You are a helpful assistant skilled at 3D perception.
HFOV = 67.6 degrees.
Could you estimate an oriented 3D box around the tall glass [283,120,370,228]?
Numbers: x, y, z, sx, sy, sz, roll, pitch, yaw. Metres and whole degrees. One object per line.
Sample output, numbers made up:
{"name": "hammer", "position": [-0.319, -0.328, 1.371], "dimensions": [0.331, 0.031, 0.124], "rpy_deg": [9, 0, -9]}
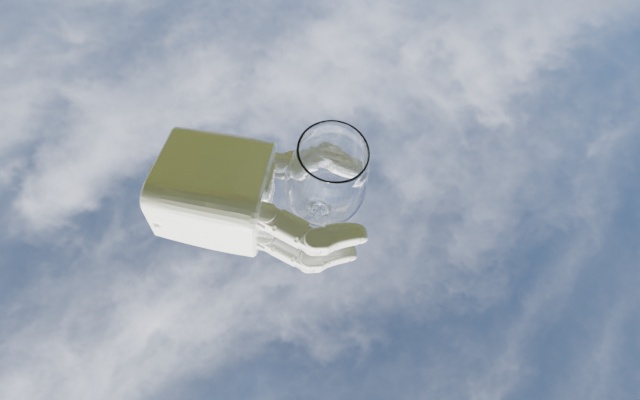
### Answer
{"name": "tall glass", "position": [0.000, 0.002, 0.483], "dimensions": [0.079, 0.079, 0.201], "rpy_deg": [0, -26, -7]}
